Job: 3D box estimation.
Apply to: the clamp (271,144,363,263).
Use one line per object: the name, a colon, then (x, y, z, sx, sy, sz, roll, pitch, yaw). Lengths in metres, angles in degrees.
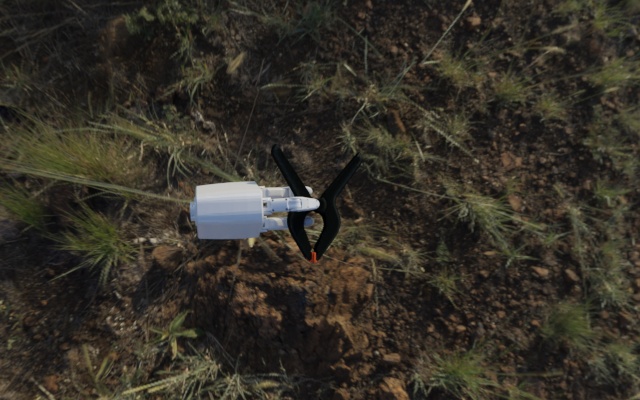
clamp: (0.000, 0.003, 0.837, 0.164, 0.210, 0.036, -3, -4, -12)
